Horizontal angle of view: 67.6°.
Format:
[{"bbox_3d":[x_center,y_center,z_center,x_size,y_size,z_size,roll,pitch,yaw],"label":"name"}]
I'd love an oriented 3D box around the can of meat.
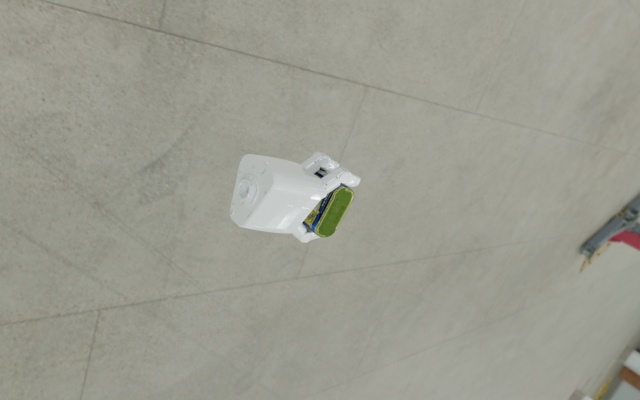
[{"bbox_3d":[0.000,0.003,0.829,0.057,0.102,0.084,14,18,-48],"label":"can of meat"}]
